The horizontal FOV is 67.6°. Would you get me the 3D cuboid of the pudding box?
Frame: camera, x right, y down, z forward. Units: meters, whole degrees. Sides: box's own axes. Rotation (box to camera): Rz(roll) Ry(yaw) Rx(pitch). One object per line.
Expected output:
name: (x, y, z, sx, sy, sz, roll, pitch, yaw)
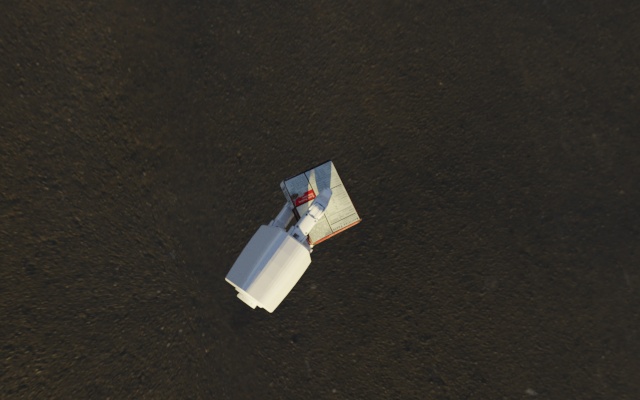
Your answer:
pudding box: (0.000, 0.002, 0.759, 0.090, 0.113, 0.039, -25, -1, -13)
